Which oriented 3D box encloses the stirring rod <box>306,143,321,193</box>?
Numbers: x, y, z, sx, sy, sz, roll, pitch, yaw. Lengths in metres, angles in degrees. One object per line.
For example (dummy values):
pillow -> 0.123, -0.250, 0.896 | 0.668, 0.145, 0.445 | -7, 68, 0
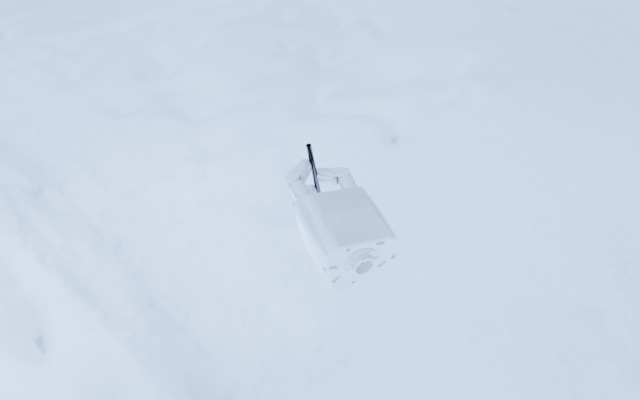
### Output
stirring rod -> 0.000, 0.003, 0.782 | 0.011, 0.011, 0.240 | 0, -44, 12
